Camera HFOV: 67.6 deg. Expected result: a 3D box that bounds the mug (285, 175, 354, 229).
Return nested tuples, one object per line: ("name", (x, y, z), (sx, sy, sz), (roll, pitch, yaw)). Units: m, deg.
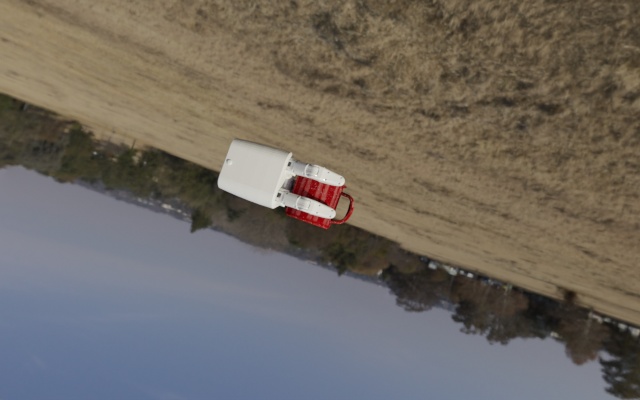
("mug", (0.001, 0.003, 0.824), (0.117, 0.081, 0.093), (19, -3, 12))
